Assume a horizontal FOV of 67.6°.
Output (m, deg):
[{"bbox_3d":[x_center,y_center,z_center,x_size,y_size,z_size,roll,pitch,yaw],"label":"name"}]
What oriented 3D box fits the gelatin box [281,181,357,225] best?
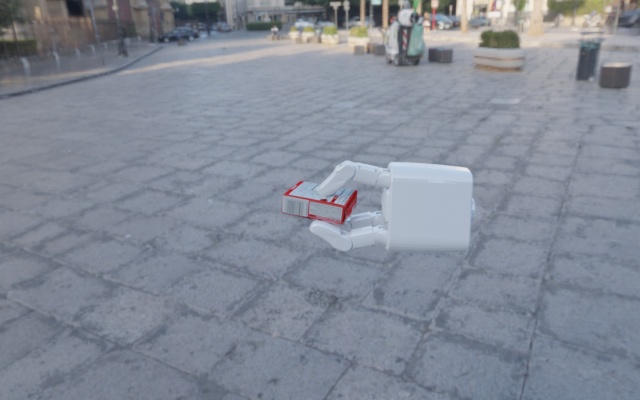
[{"bbox_3d":[0.000,0.002,0.657,0.089,0.030,0.073,11,20,13],"label":"gelatin box"}]
